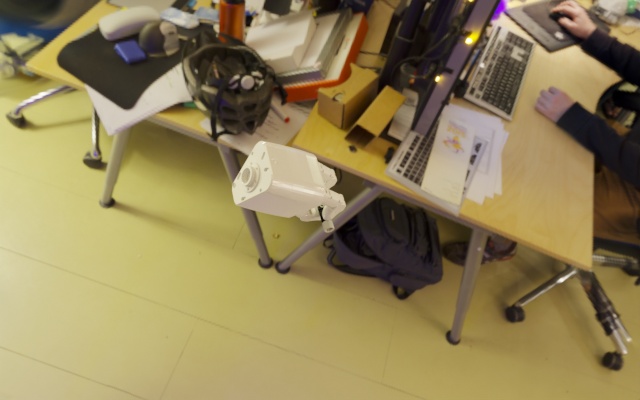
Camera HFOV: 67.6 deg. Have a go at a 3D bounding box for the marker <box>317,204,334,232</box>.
[{"bbox_3d":[0.000,0.003,0.875,0.020,0.121,0.020,-13,-31,-8],"label":"marker"}]
